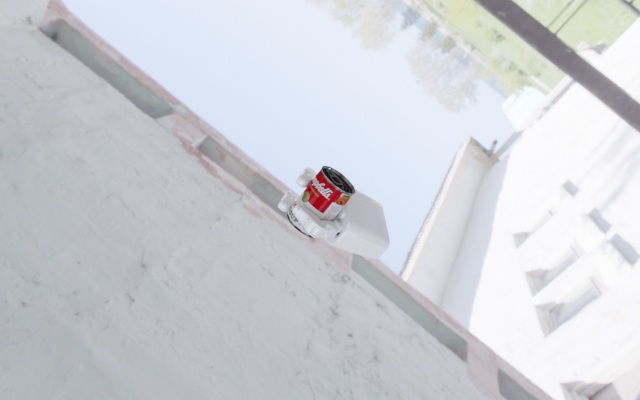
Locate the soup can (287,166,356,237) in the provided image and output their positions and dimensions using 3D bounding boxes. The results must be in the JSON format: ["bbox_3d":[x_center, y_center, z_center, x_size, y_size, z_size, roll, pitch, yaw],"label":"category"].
[{"bbox_3d":[0.000,0.003,0.785,0.068,0.102,0.068,33,23,-16],"label":"soup can"}]
